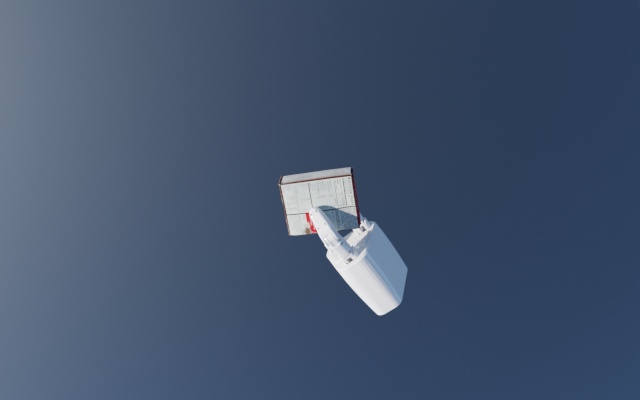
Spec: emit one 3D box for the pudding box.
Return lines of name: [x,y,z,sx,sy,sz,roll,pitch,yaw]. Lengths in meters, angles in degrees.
pudding box: [0.000,0.002,0.721,0.113,0.090,0.039,-7,21,5]
